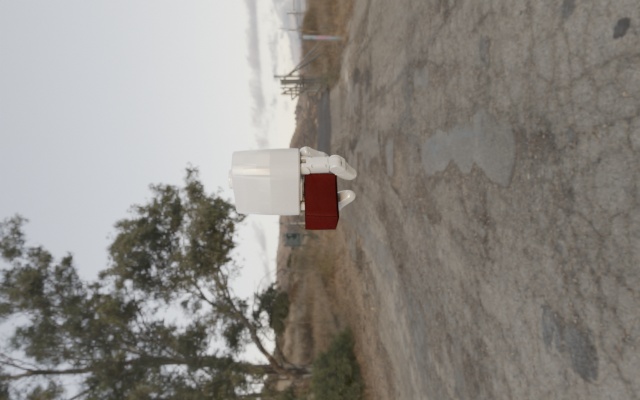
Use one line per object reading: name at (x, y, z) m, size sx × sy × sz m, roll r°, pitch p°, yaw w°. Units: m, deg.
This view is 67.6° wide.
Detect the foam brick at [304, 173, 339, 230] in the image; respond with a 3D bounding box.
foam brick at (0.000, 0.003, 0.758) m, size 0.051 × 0.078 × 0.053 m, roll 0°, pitch -28°, yaw -5°
